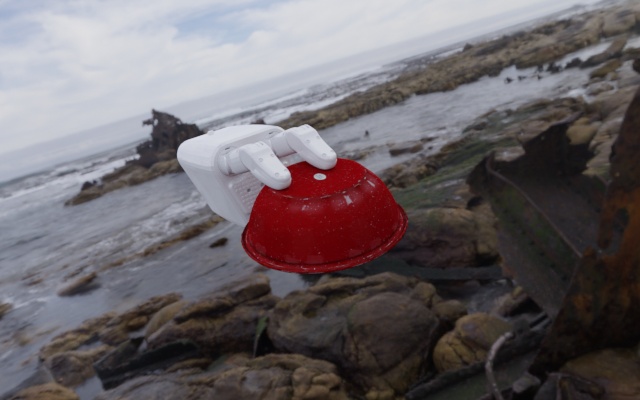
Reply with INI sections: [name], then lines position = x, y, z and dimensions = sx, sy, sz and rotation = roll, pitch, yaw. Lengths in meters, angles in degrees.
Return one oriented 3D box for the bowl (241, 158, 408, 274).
[bowl]
position = 0.001, 0.001, 0.453
dimensions = 0.162, 0.055, 0.162
rotation = -6, 26, 3
